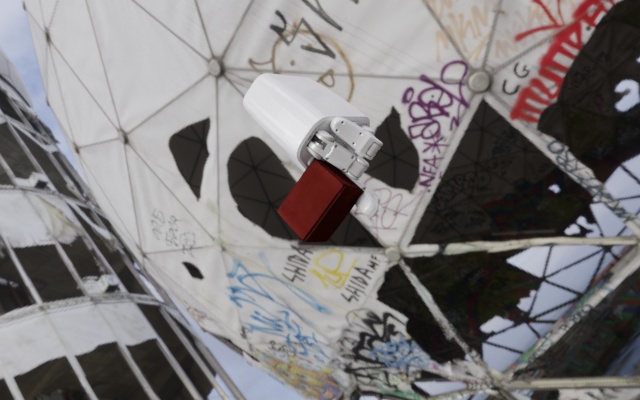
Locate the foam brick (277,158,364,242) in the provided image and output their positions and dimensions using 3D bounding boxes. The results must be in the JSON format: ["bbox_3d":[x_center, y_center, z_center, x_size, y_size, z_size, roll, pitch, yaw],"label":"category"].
[{"bbox_3d":[0.000,0.002,0.537,0.051,0.078,0.053,42,14,25],"label":"foam brick"}]
